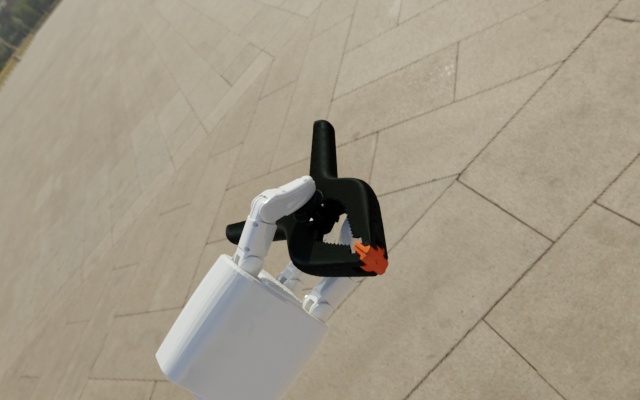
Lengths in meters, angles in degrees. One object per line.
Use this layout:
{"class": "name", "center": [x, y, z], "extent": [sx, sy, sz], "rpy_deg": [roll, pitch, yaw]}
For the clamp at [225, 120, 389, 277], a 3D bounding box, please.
{"class": "clamp", "center": [0.000, 0.001, 0.441], "extent": [0.036, 0.164, 0.210], "rpy_deg": [39, -8, -35]}
